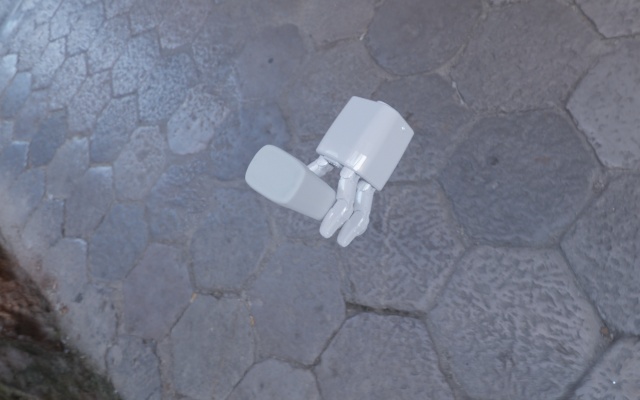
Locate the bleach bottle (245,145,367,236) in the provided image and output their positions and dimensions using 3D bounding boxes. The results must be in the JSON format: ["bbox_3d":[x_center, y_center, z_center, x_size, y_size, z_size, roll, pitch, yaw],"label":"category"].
[{"bbox_3d":[0.000,0.002,0.740,0.102,0.068,0.251,32,0,36],"label":"bleach bottle"}]
